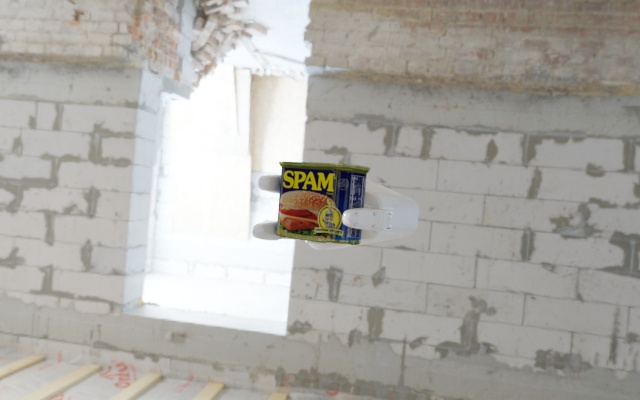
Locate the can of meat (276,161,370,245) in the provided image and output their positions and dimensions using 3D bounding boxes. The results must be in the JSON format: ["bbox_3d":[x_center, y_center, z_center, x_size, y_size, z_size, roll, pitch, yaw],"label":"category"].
[{"bbox_3d":[0.000,0.002,0.526,0.102,0.084,0.057,6,2,35],"label":"can of meat"}]
